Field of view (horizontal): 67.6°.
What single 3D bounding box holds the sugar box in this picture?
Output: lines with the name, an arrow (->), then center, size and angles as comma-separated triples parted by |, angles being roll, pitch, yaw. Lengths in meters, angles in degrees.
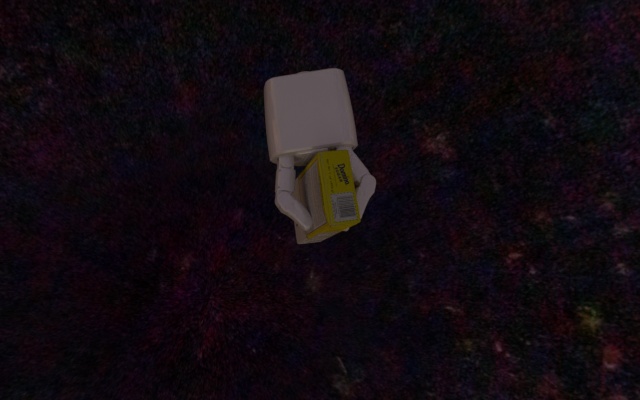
sugar box -> 0.001, 0.002, 0.644 | 0.048, 0.093, 0.176 | -6, -10, -14
